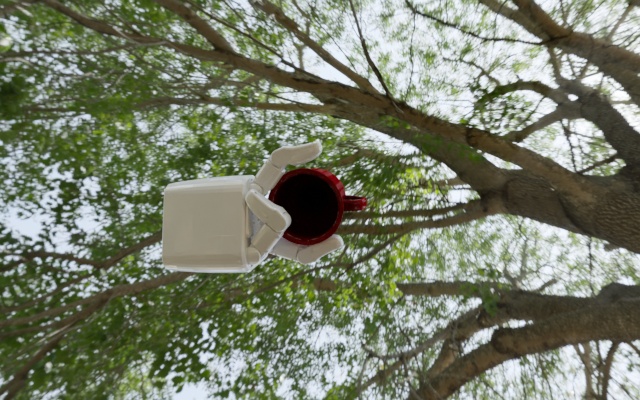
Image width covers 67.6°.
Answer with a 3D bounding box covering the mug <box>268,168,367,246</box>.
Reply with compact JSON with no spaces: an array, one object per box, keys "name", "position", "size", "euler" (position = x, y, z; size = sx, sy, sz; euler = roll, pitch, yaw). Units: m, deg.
[{"name":"mug","position":[0.002,0.002,0.602],"size":[0.117,0.093,0.081],"euler":[-3,8,11]}]
